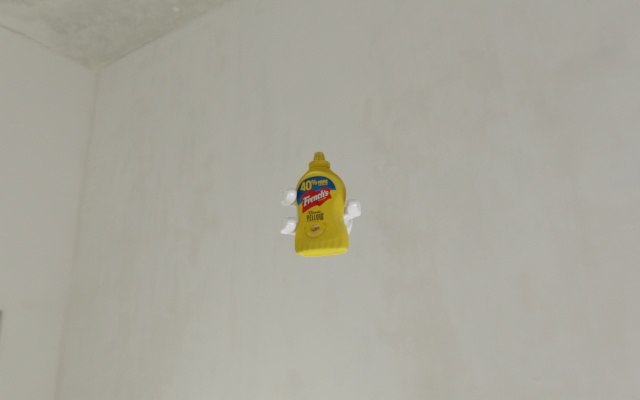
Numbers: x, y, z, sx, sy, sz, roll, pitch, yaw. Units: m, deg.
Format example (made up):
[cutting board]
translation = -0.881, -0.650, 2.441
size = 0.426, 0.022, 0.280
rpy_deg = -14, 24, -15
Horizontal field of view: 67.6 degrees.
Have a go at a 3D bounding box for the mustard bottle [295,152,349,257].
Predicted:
[mustard bottle]
translation = 0.000, 0.003, 0.873
size = 0.096, 0.191, 0.058
rpy_deg = -9, -18, 25
